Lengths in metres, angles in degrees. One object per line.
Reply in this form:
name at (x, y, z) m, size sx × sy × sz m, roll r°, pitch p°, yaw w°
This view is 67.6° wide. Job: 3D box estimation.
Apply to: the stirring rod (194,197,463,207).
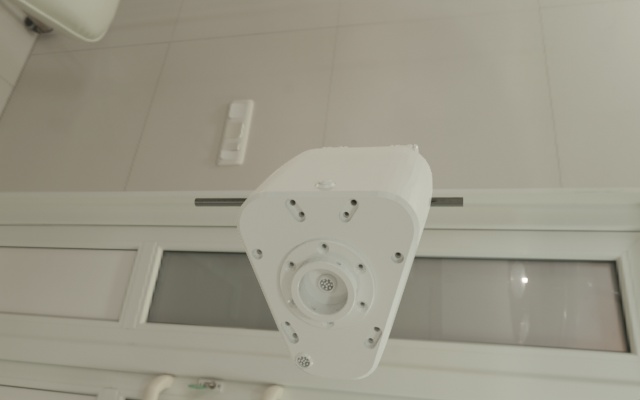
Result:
stirring rod at (0.000, 0.001, 0.420) m, size 0.239 × 0.011 × 0.011 m, roll 0°, pitch 0°, yaw 14°
